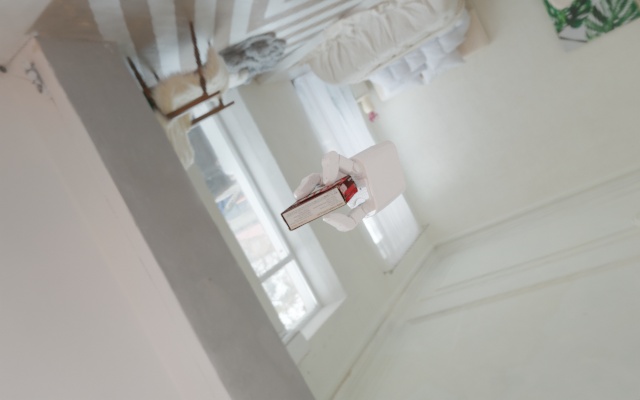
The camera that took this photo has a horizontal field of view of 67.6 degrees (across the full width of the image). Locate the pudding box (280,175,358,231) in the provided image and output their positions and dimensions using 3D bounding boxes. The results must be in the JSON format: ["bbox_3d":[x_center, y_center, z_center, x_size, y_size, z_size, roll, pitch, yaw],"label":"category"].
[{"bbox_3d":[0.000,0.003,0.795,0.113,0.039,0.090,-28,4,21],"label":"pudding box"}]
